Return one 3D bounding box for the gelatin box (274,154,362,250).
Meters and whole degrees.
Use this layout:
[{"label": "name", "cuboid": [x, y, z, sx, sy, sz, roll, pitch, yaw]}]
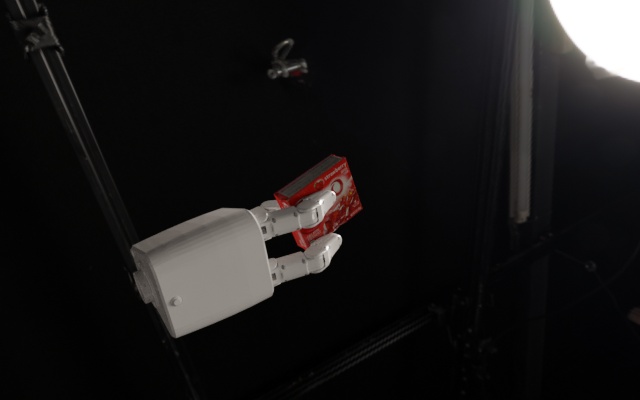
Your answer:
[{"label": "gelatin box", "cuboid": [0.000, 0.001, 0.542, 0.089, 0.073, 0.030, -37, 34, -24]}]
